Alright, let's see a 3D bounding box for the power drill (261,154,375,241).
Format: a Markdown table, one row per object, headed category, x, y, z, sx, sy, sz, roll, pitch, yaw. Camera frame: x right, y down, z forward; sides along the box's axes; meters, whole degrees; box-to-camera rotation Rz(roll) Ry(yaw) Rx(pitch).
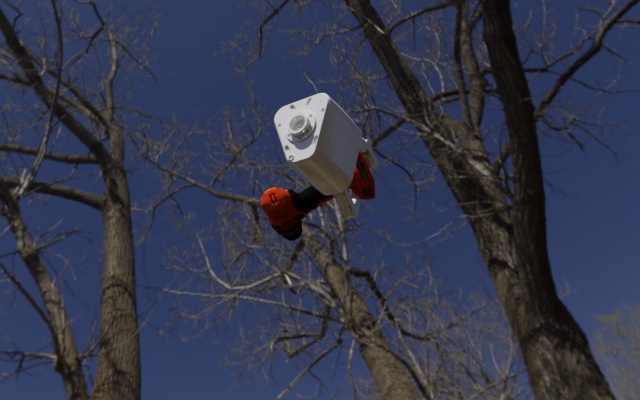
| category | x | y | z | sx | sy | sz | roll | pitch | yaw |
| --- | --- | --- | --- | --- | --- | --- | --- | --- | --- |
| power drill | 0.000 | 0.002 | 0.818 | 0.187 | 0.057 | 0.184 | -26 | -20 | -2 |
